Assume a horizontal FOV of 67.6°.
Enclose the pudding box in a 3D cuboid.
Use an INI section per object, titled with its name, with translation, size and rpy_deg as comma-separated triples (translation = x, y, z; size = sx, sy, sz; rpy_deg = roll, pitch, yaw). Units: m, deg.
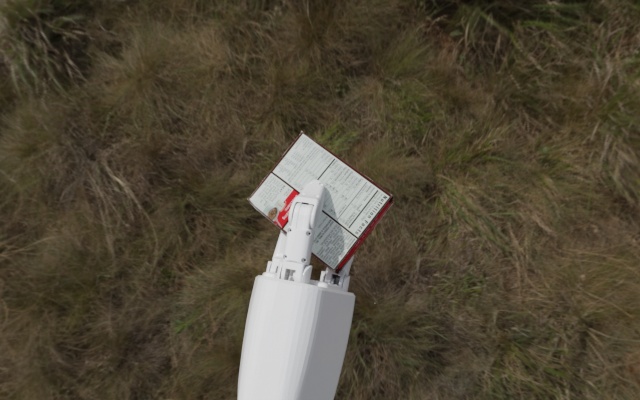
[pudding box]
translation = 0.000, 0.002, 0.459
size = 0.113, 0.090, 0.039
rpy_deg = 38, -5, 12
